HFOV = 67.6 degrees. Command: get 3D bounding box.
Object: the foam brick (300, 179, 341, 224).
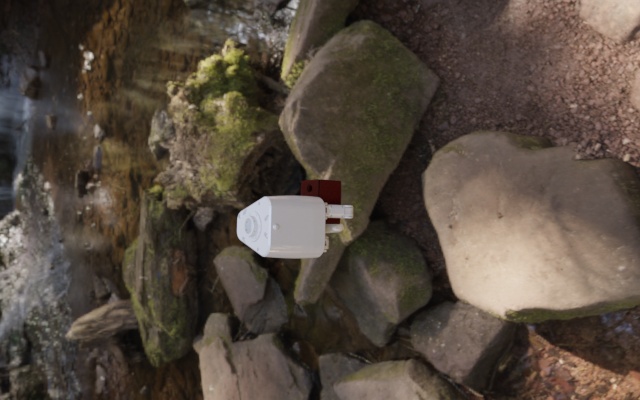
[{"bbox_3d":[0.000,0.002,0.830,0.051,0.078,0.053,3,-3,-37],"label":"foam brick"}]
